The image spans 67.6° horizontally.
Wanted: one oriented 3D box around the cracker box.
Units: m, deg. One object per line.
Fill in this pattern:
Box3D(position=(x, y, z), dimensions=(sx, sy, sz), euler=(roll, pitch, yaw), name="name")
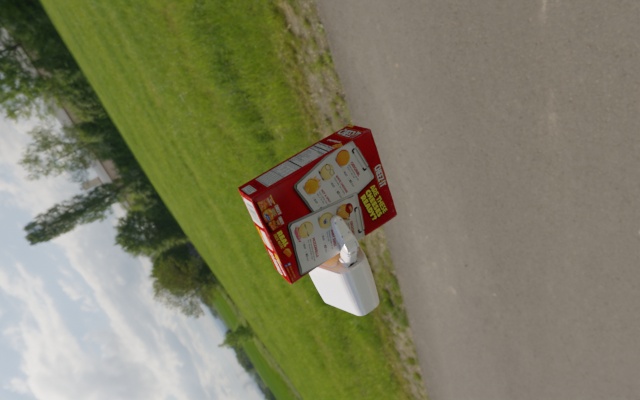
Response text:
Box3D(position=(0.000, 0.003, 0.746), dimensions=(0.213, 0.164, 0.072), euler=(-32, 31, -18), name="cracker box")
